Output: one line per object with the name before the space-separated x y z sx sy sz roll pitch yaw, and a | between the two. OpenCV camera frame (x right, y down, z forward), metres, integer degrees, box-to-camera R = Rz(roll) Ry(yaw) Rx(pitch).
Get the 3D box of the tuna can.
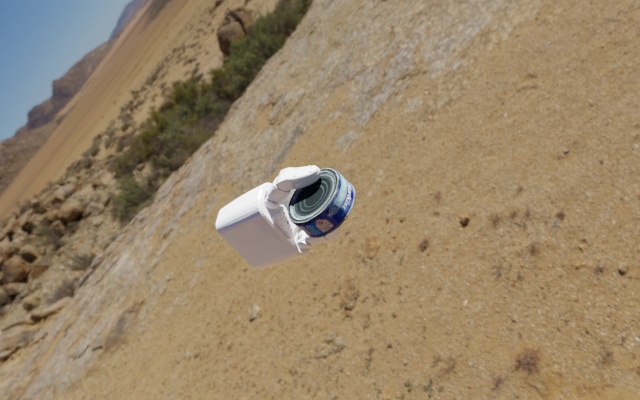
tuna can | 0.000 0.002 0.600 0.086 0.086 0.034 0 -34 50
